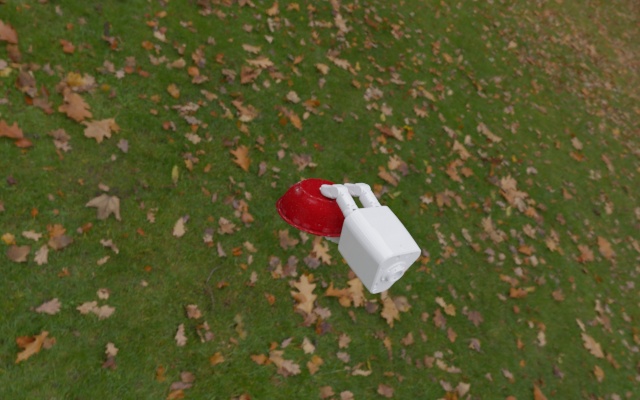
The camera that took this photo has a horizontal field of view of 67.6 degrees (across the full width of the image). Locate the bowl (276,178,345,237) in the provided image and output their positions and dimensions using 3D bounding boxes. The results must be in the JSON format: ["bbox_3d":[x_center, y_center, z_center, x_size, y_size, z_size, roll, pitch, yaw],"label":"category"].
[{"bbox_3d":[-0.001,0.002,0.900,0.162,0.055,0.162,12,26,-6],"label":"bowl"}]
